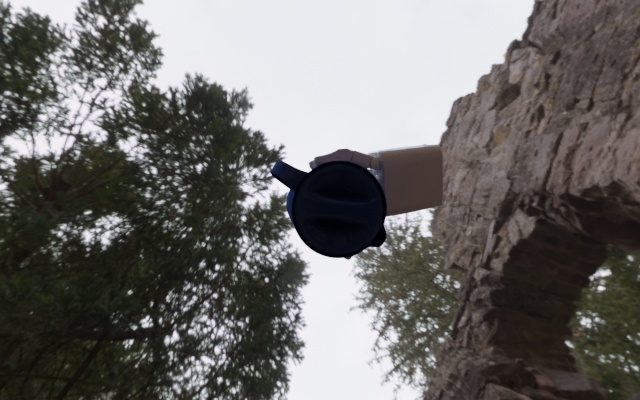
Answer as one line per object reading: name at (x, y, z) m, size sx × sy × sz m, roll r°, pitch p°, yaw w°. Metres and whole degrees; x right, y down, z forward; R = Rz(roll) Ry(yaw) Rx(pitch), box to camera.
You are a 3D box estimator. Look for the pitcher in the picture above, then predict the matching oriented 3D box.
pitcher at (0.000, 0.003, 0.759) m, size 0.145 × 0.149 × 0.243 m, roll -12°, pitch 4°, yaw -9°
